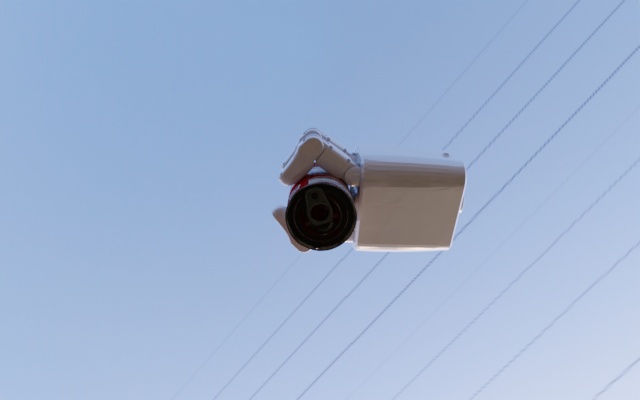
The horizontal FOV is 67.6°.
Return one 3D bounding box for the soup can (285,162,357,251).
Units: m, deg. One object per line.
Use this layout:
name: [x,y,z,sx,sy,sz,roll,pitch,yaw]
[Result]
soup can: [0.000,0.002,0.497,0.068,0.068,0.102,0,17,-1]
